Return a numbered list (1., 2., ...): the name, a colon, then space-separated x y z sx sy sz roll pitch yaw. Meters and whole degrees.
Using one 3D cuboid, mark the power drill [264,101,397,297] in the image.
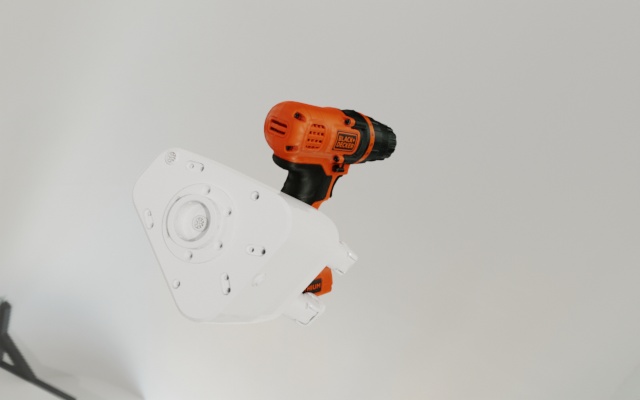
1. power drill: 0.000 0.002 0.468 0.057 0.188 0.184 24 15 35
